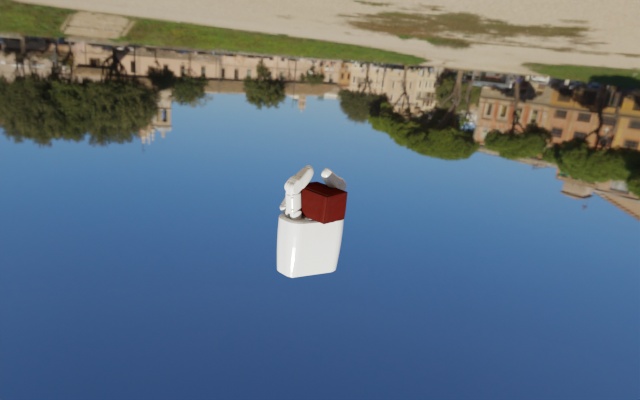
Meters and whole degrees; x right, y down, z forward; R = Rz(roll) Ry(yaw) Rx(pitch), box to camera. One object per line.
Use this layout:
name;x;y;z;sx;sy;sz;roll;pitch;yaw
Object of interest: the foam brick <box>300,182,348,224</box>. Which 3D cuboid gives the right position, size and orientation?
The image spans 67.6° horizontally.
foam brick;0.000;0.003;0.824;0.053;0.051;0.078;-10;23;-44
